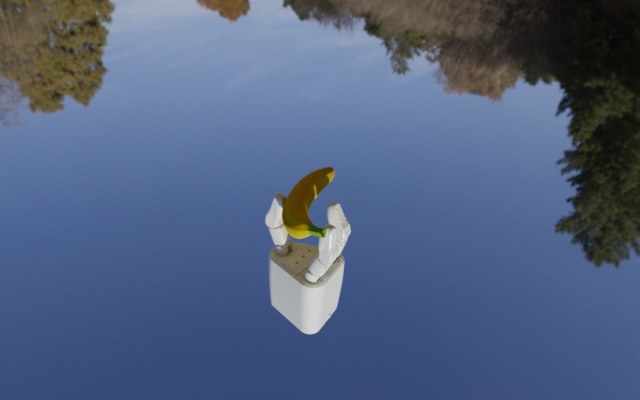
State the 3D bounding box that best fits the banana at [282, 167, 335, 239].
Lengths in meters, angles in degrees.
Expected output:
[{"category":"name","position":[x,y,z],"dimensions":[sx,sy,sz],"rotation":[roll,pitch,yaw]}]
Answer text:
[{"category":"banana","position":[-0.019,0.003,0.707],"dimensions":[0.069,0.037,0.197],"rotation":[3,31,4]}]
